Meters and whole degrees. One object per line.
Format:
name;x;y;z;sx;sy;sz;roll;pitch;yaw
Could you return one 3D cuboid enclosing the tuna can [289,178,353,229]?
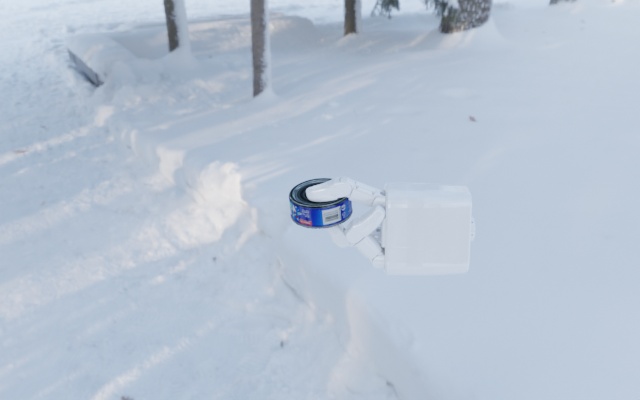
tuna can;0.000;0.002;0.649;0.086;0.034;0.086;-4;29;2
